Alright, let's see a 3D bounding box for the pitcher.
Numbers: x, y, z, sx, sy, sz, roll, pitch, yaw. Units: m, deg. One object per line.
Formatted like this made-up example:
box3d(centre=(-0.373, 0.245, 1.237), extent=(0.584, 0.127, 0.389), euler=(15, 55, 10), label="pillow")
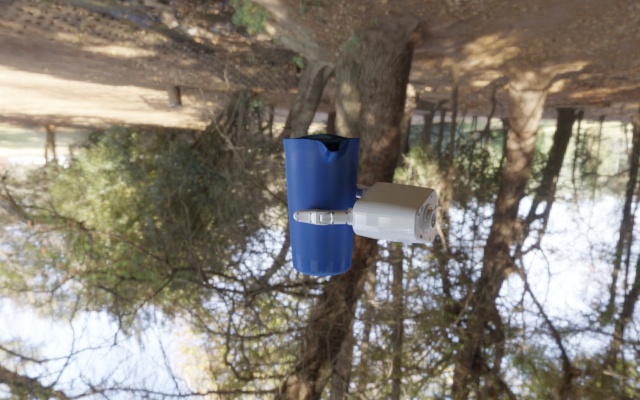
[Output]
box3d(centre=(0.000, 0.003, 0.858), extent=(0.145, 0.243, 0.149), euler=(5, 10, 29), label="pitcher")
